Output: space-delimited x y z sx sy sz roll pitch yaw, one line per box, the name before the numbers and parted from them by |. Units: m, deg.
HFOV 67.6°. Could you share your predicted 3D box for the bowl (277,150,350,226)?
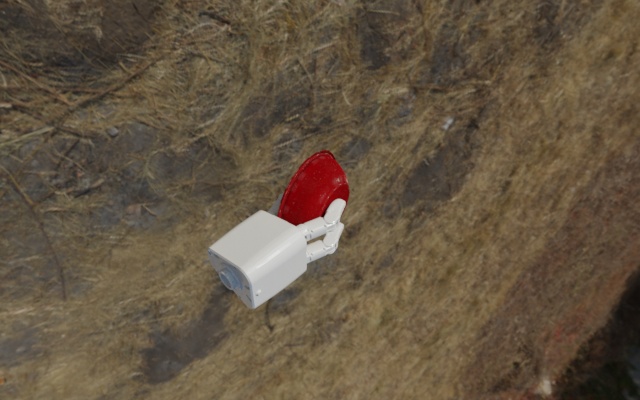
bowl | 0.001 0.002 0.776 0.055 0.162 0.162 27 11 23
